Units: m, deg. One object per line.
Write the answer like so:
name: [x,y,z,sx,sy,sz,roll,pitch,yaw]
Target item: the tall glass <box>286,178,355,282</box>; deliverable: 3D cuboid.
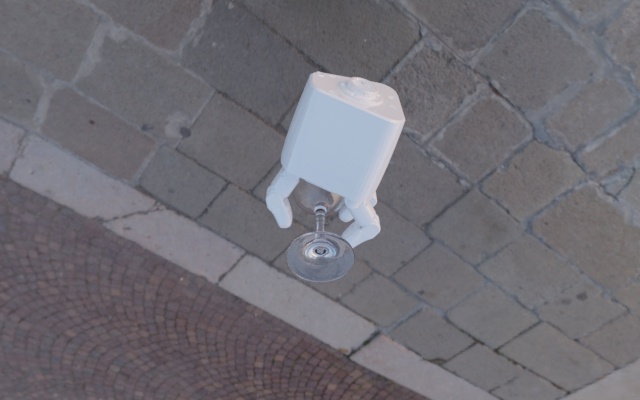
tall glass: [0.000,0.002,0.594,0.079,0.079,0.201,0,37,0]
